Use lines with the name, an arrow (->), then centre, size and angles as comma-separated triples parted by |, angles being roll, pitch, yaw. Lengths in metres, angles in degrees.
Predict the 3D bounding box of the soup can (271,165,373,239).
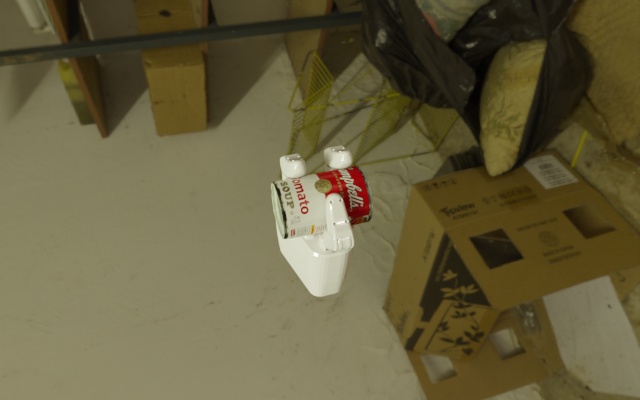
soup can -> 0.000, 0.002, 0.545 | 0.102, 0.068, 0.068 | -11, 2, -12
